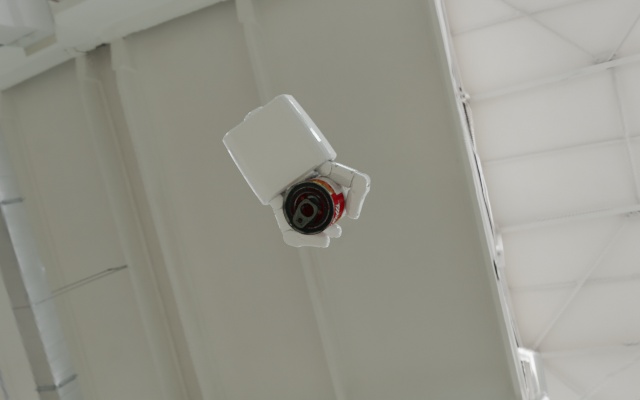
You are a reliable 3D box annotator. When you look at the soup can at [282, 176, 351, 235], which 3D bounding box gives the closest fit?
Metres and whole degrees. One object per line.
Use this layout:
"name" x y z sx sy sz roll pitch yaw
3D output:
"soup can" 0.001 0.002 0.631 0.068 0.068 0.102 0 9 19
